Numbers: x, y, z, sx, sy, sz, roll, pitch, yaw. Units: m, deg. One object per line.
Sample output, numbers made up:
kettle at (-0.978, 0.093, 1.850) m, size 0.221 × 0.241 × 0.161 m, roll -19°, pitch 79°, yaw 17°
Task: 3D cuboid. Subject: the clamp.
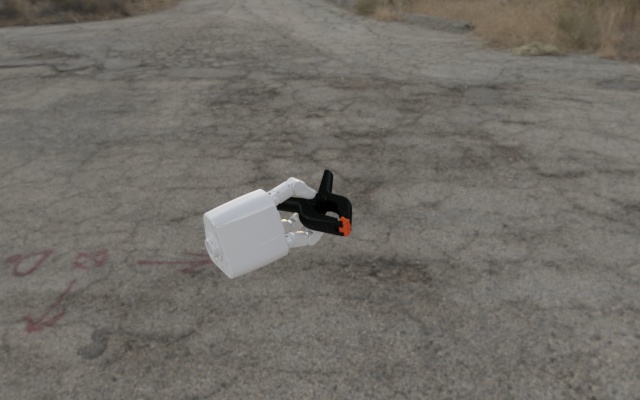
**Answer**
clamp at (0.000, 0.002, 0.854) m, size 0.164 × 0.036 × 0.210 m, roll -27°, pitch 33°, yaw -27°
